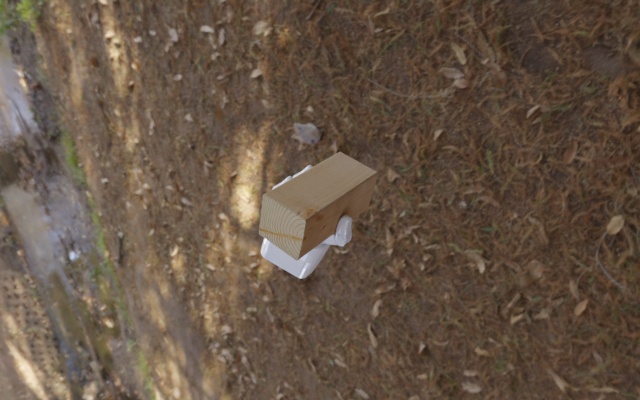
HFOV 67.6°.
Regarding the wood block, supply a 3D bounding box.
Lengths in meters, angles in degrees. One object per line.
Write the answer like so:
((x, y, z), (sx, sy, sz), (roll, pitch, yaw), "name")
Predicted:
((0.000, 0.003, 0.830), (0.091, 0.090, 0.206), (32, 42, 24), "wood block")
